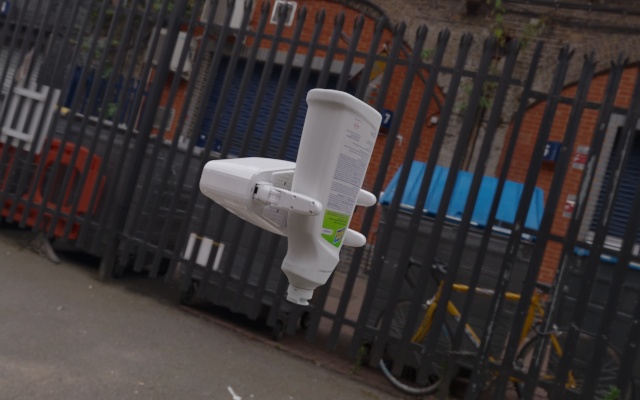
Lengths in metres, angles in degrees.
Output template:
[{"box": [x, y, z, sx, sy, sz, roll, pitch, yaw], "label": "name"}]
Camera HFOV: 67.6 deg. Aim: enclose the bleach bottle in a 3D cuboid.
[{"box": [0.000, 0.002, 0.580, 0.068, 0.251, 0.102, 16, 0, 39], "label": "bleach bottle"}]
